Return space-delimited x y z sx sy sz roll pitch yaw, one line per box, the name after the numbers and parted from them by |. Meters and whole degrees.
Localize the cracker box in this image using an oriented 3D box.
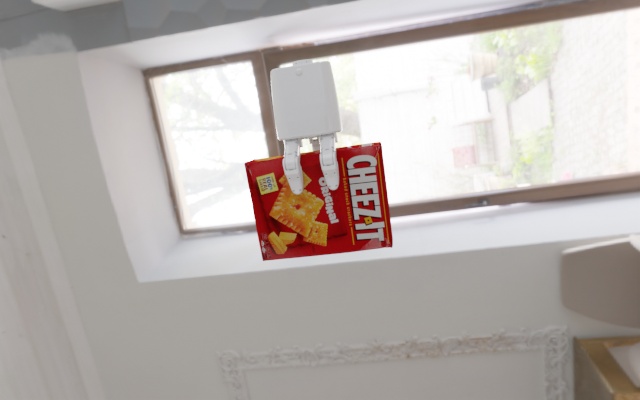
0.000 0.002 0.760 0.214 0.164 0.072 -7 10 8 | cracker box
